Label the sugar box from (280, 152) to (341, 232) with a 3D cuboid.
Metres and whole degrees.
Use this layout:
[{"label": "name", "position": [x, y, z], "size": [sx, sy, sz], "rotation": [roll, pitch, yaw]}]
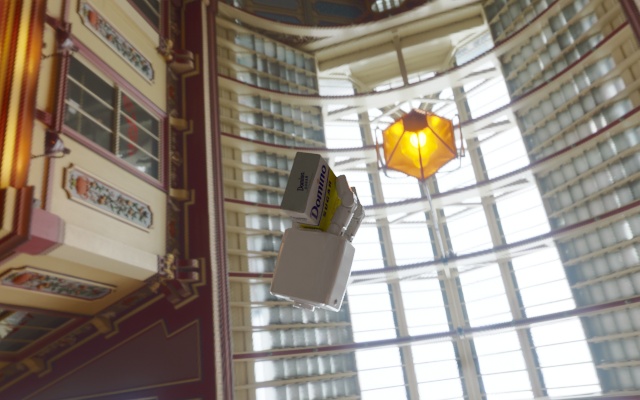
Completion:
[{"label": "sugar box", "position": [0.001, 0.003, 0.751], "size": [0.048, 0.093, 0.176], "rotation": [10, -16, 21]}]
